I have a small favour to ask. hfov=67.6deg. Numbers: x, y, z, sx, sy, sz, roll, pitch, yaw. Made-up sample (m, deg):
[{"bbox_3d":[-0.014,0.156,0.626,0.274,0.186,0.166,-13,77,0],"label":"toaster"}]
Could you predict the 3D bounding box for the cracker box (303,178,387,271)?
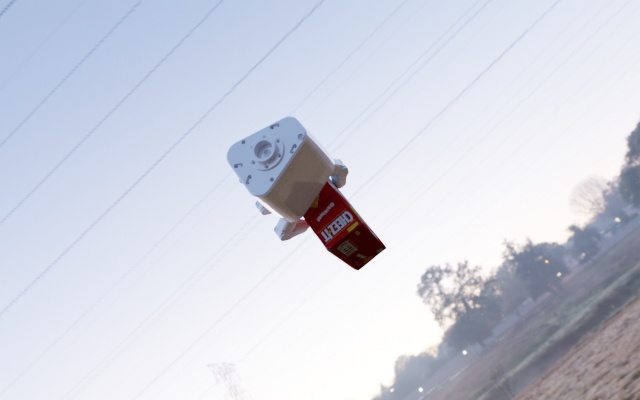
[{"bbox_3d":[0.000,0.002,0.769,0.072,0.213,0.164,-40,-26,4],"label":"cracker box"}]
